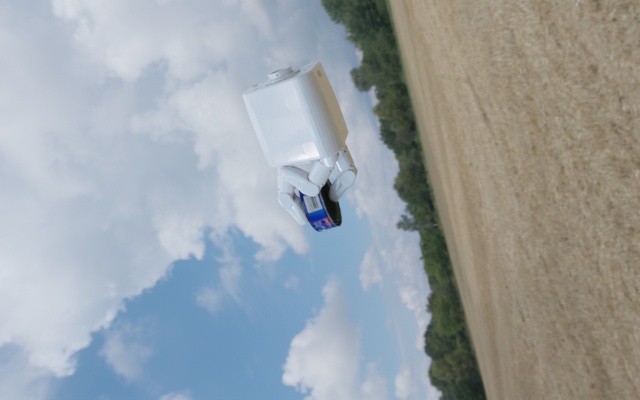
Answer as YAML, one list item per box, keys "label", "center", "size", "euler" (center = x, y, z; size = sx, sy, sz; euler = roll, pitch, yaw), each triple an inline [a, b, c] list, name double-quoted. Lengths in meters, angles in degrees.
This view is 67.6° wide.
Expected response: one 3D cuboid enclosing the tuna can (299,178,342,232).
- label: "tuna can"
  center: [0.000, 0.003, 0.705]
  size: [0.034, 0.086, 0.086]
  euler: [-19, -5, 15]
